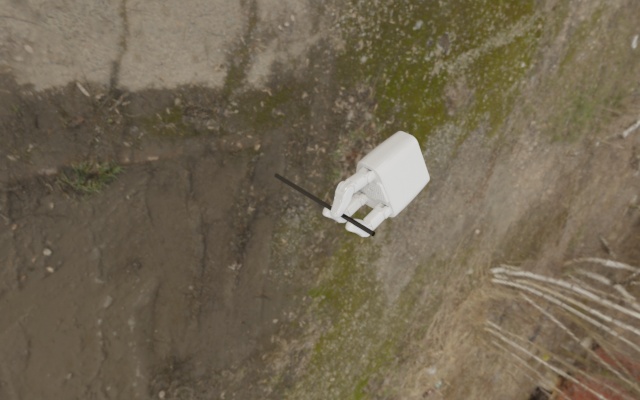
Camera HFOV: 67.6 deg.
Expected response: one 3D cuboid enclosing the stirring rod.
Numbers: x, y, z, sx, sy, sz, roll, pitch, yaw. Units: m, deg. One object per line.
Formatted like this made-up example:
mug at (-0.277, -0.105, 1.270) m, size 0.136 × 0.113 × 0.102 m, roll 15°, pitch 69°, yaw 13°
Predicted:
stirring rod at (0.000, 0.003, 0.816) m, size 0.239 × 0.011 × 0.011 m, roll 31°, pitch 20°, yaw 37°
